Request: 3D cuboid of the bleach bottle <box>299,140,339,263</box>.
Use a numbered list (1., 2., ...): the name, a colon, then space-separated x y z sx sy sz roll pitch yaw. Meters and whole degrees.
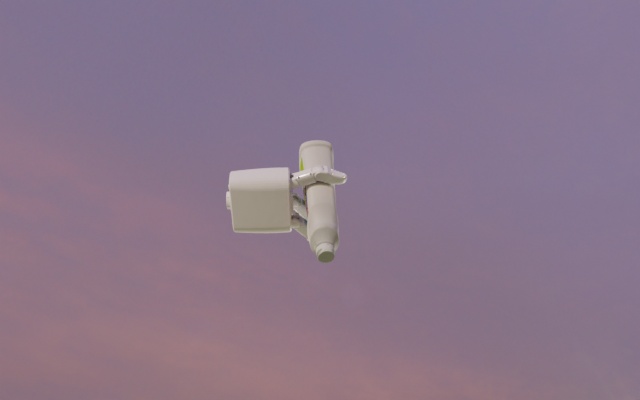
1. bleach bottle: 0.000 0.003 0.863 0.068 0.103 0.250 -2 42 -4
